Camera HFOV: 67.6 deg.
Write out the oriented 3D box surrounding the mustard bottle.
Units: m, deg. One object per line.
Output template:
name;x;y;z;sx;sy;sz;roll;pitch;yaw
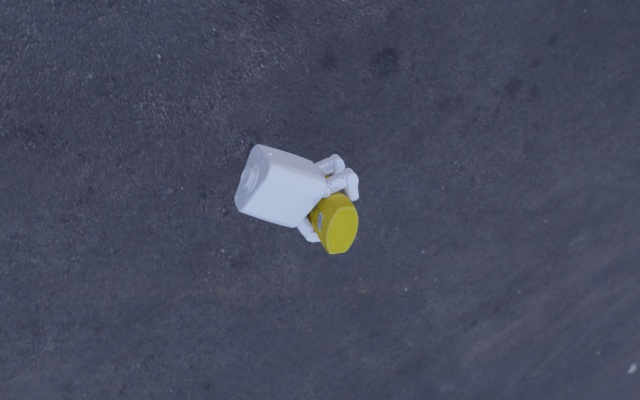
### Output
mustard bottle;0.001;0.003;0.843;0.058;0.096;0.191;-7;34;-22
